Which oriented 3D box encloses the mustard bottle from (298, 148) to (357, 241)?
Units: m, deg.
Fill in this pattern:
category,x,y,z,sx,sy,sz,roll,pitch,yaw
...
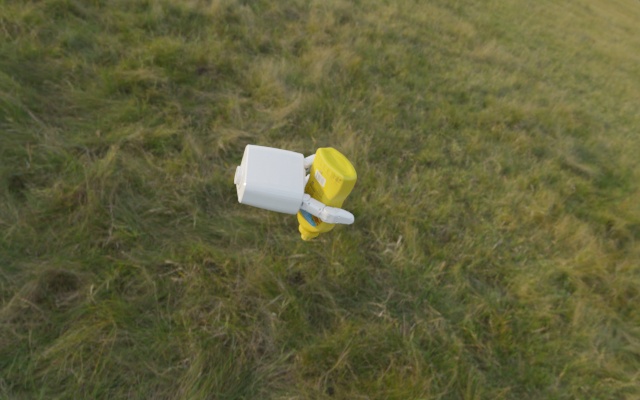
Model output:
category,x,y,z,sx,sy,sz,roll,pitch,yaw
mustard bottle,0.001,0.003,0.897,0.058,0.192,0.096,-8,45,-36
